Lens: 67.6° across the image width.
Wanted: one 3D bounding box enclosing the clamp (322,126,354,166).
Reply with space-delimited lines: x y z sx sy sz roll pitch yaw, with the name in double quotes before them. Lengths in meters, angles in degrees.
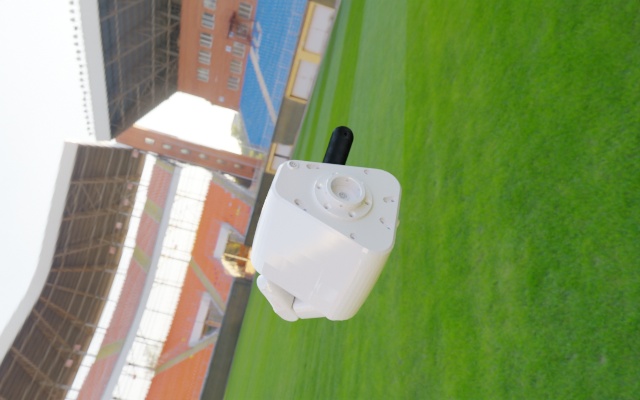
"clamp" -0.001 0.002 0.526 0.039 0.171 0.120 13 -42 -4
